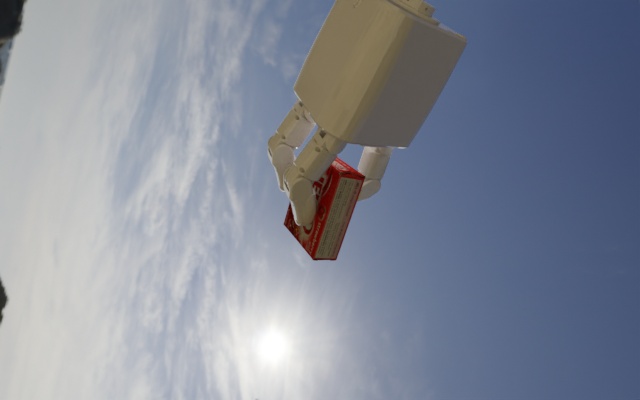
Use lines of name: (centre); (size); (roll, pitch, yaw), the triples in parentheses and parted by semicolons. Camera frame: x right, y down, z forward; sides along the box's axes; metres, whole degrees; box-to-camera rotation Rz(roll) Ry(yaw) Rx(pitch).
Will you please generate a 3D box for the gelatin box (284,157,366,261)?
gelatin box: (0.000, 0.002, 0.456); (0.030, 0.089, 0.073); (6, 21, -31)
